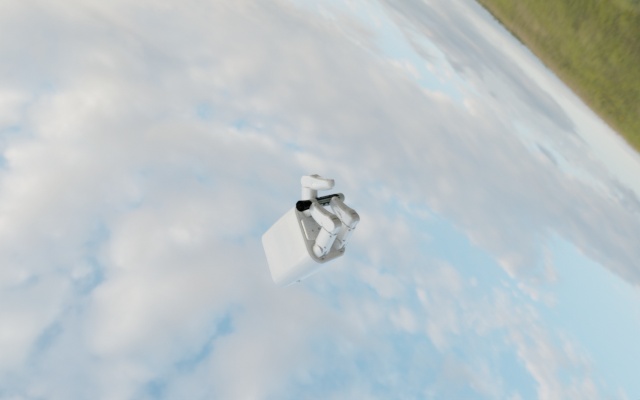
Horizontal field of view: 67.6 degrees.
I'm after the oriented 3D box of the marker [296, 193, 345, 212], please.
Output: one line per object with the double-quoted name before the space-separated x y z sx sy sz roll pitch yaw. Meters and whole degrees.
"marker" 0.000 0.003 0.798 0.020 0.020 0.121 0 7 37
